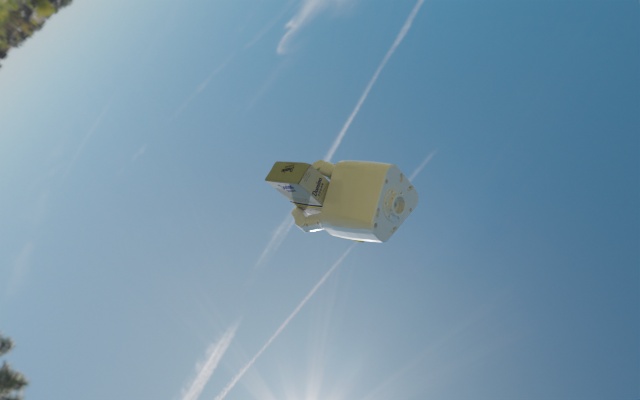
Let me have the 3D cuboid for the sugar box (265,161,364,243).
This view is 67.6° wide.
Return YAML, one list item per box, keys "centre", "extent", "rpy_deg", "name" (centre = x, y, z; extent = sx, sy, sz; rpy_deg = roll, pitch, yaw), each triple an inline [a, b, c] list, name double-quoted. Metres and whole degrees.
- centre: [0.001, 0.002, 0.790]
  extent: [0.093, 0.048, 0.176]
  rpy_deg: [9, -29, 49]
  name: "sugar box"
